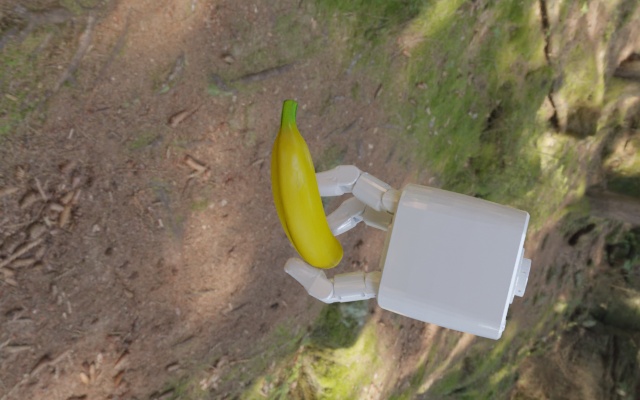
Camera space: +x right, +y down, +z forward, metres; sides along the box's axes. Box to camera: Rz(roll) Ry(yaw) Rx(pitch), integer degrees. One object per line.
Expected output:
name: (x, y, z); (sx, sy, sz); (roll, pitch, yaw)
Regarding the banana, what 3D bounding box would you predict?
banana: (-0.008, 0.012, 0.422); (0.037, 0.069, 0.198); (10, -41, 23)
